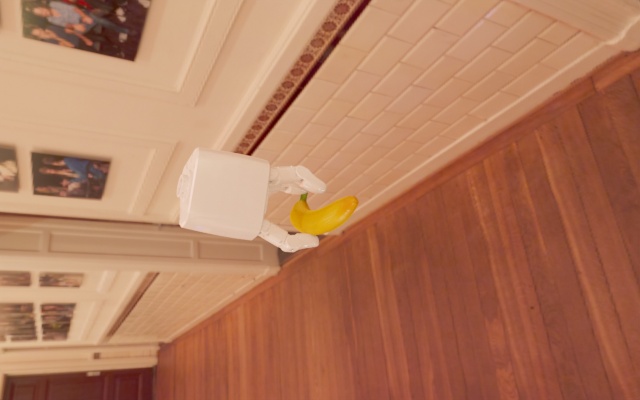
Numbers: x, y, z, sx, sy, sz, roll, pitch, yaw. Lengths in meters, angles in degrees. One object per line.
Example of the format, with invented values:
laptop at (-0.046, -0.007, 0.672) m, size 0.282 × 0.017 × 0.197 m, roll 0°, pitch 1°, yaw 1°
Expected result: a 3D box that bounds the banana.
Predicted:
banana at (-0.006, 0.020, 0.724) m, size 0.037 × 0.069 × 0.198 m, roll 16°, pitch -3°, yaw -25°
